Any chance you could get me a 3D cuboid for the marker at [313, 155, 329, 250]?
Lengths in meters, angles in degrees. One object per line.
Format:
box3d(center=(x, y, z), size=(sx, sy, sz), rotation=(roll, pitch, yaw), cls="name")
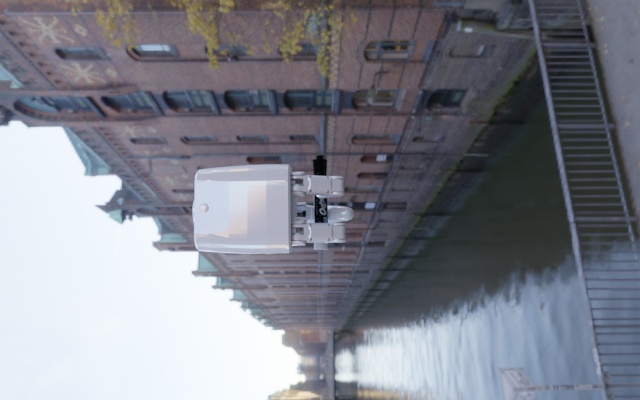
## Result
box3d(center=(0.000, 0.002, 0.610), size=(0.020, 0.121, 0.020), rotation=(-1, -7, 0), cls="marker")
